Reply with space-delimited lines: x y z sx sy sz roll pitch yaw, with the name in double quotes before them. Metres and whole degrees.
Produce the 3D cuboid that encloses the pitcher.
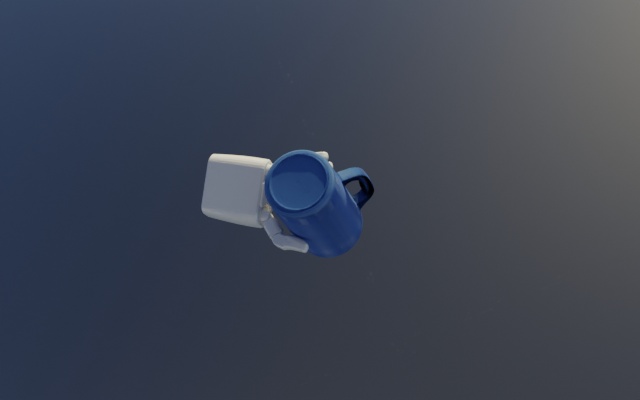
"pitcher" 0.000 0.003 0.802 0.145 0.149 0.243 10 -15 15
